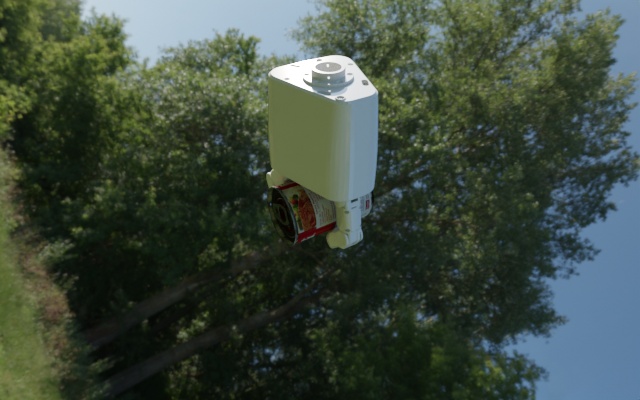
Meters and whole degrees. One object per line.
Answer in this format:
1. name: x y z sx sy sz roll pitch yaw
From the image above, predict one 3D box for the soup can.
1. soup can: 0.000 0.002 0.537 0.102 0.068 0.068 -20 8 -24
